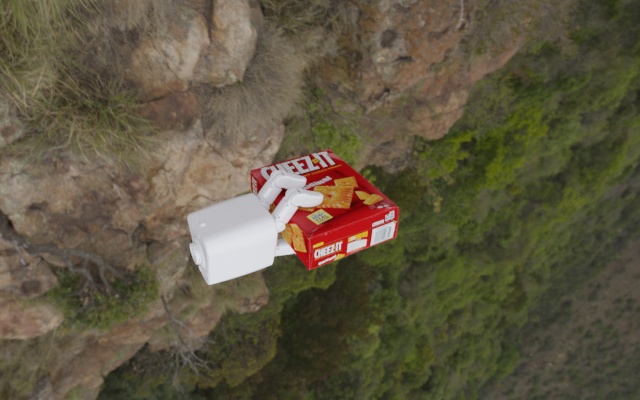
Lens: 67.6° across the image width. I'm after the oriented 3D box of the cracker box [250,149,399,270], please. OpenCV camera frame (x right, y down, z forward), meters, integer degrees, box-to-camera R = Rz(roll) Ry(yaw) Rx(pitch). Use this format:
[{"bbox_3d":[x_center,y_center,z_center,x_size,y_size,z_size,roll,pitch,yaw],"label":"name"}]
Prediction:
[{"bbox_3d":[0.000,0.003,0.788,0.164,0.072,0.213,-17,40,-25],"label":"cracker box"}]
